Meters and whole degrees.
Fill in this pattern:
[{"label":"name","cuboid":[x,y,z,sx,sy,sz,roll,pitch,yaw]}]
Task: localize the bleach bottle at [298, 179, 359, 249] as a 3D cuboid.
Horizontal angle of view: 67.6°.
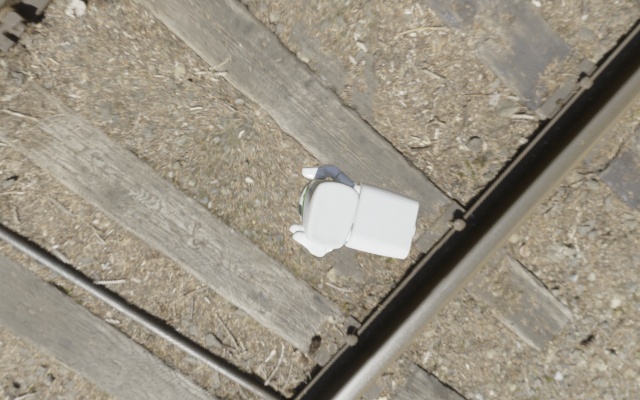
[{"label":"bleach bottle","cuboid":[0.000,0.003,0.809,0.068,0.102,0.250,14,8,-10]}]
